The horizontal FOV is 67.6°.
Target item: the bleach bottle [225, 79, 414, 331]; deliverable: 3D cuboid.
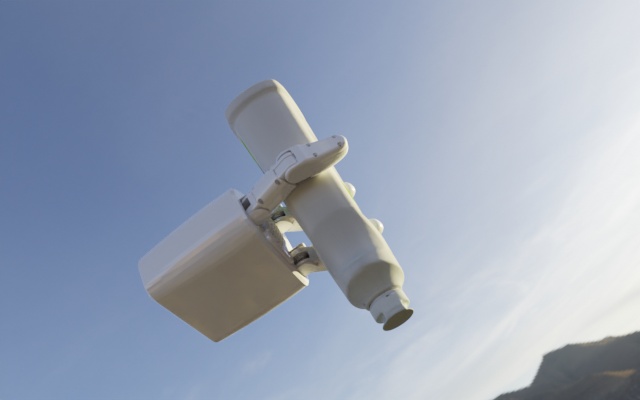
[{"bbox_3d":[0.000,0.001,0.428,0.068,0.250,0.103,-35,-35,3],"label":"bleach bottle"}]
